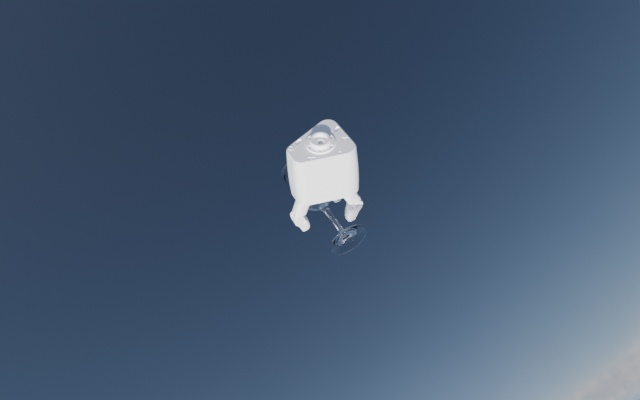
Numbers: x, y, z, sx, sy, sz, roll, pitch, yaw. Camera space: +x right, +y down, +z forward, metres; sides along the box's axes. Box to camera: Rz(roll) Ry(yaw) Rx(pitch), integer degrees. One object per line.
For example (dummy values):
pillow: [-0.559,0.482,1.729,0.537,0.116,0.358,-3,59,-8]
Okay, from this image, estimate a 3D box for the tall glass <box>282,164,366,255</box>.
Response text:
tall glass: [0.000,0.003,0.890,0.079,0.079,0.201,0,42,-41]
